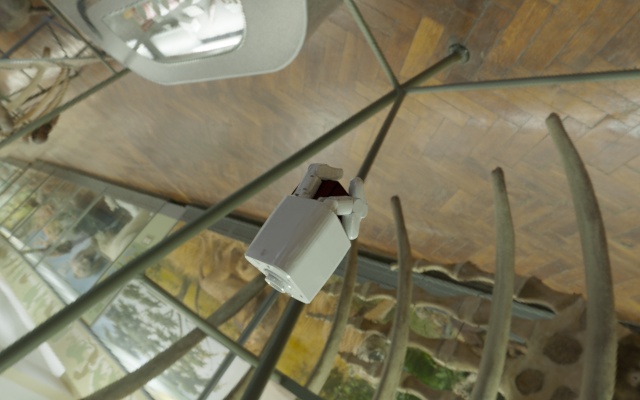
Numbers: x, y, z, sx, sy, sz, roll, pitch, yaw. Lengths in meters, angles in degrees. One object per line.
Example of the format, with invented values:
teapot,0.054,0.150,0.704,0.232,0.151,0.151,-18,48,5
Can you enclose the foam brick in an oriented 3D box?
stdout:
foam brick,0.000,0.002,0.707,0.078,0.051,0.053,11,-32,48
